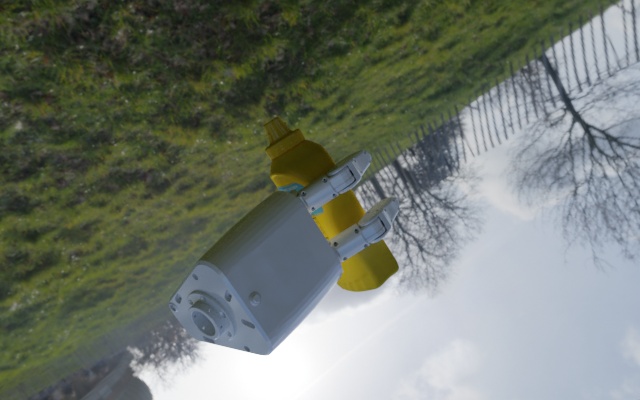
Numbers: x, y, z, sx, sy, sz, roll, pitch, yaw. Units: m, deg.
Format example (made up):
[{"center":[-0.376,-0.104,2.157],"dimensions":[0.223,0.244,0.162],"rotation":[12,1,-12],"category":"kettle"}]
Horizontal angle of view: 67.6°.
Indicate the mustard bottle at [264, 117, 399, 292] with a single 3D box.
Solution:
[{"center":[0.000,0.002,0.489],"dimensions":[0.058,0.192,0.096],"rotation":[-36,12,-20],"category":"mustard bottle"}]
